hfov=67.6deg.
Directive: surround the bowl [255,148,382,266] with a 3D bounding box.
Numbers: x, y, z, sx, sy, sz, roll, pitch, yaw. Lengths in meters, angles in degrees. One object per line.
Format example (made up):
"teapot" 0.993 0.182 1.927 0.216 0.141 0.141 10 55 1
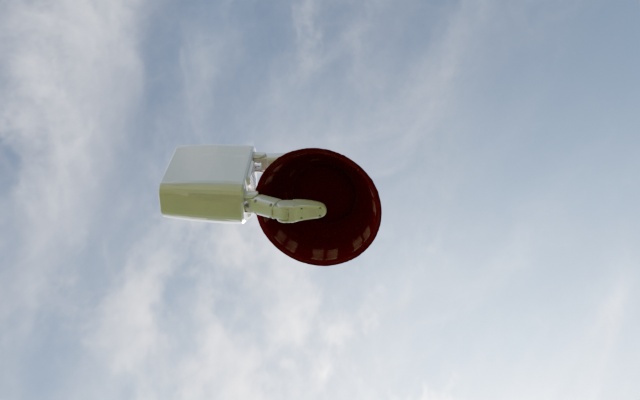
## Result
"bowl" 0.001 0.002 0.615 0.162 0.162 0.055 0 24 12
